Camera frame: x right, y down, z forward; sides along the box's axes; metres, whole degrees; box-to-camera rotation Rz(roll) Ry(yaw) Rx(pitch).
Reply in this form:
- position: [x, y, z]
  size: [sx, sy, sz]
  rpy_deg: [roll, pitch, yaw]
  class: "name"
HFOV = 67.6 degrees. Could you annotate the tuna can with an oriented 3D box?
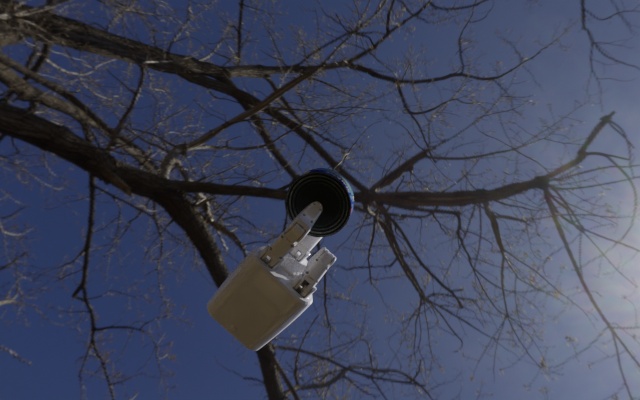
- position: [0.000, 0.002, 0.617]
  size: [0.086, 0.086, 0.033]
  rpy_deg: [0, 15, 13]
  class: "tuna can"
